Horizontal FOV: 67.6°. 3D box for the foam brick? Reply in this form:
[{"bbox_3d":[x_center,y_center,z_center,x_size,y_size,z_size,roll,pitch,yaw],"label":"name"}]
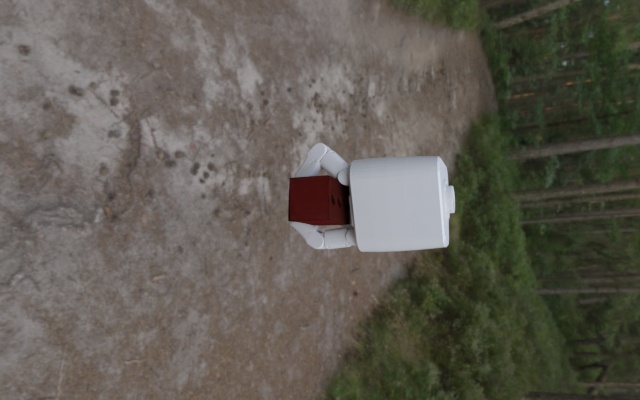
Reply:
[{"bbox_3d":[0.000,0.002,0.578,0.051,0.053,0.078,-2,-7,21],"label":"foam brick"}]
